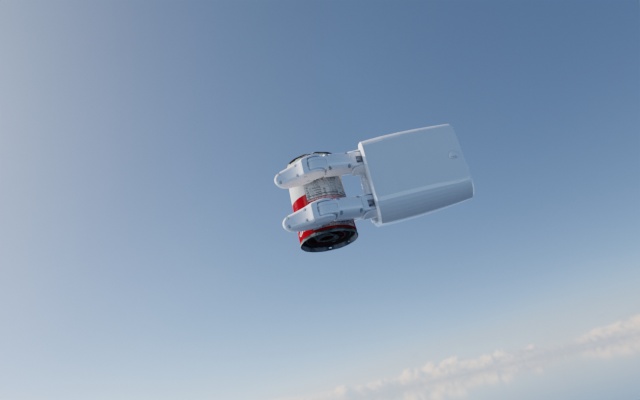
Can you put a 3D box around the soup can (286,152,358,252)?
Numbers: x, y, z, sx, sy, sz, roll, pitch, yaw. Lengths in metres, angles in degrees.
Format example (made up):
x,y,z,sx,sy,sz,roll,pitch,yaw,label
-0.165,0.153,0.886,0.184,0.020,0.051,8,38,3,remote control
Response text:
x,y,z,sx,sy,sz,roll,pitch,yaw,label
0.000,0.002,0.564,0.068,0.102,0.068,-11,-23,-5,soup can
